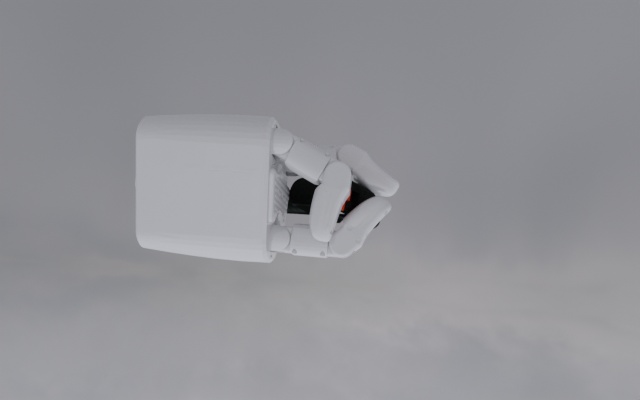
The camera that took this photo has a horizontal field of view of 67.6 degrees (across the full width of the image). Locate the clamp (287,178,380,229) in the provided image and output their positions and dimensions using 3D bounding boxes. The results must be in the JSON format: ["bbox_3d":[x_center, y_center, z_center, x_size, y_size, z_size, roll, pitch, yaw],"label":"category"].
[{"bbox_3d":[0.000,0.002,0.458,0.120,0.039,0.171,4,-10,6],"label":"clamp"}]
